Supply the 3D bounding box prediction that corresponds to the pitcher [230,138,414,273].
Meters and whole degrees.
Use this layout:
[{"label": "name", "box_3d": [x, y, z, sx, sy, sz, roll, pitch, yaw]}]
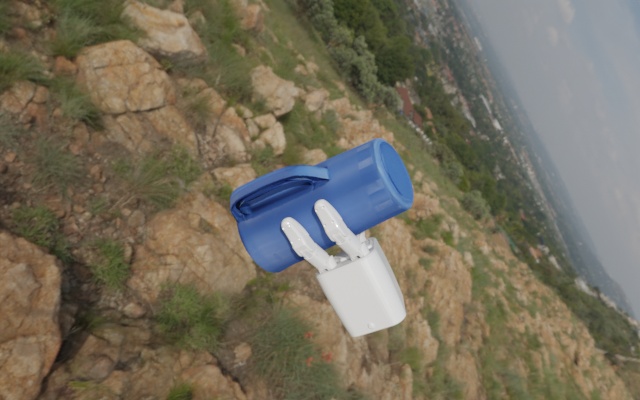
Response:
[{"label": "pitcher", "box_3d": [0.000, 0.002, 0.692, 0.243, 0.145, 0.149, -25, 5, 25]}]
